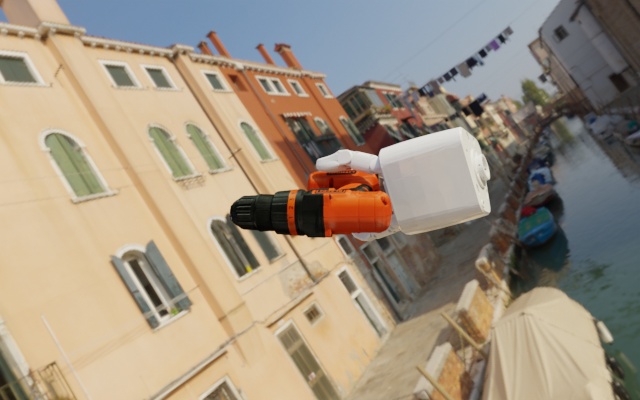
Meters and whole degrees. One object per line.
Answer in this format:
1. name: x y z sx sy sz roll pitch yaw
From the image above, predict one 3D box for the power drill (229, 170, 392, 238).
1. power drill: 0.000 0.002 0.600 0.184 0.057 0.187 1 12 11
